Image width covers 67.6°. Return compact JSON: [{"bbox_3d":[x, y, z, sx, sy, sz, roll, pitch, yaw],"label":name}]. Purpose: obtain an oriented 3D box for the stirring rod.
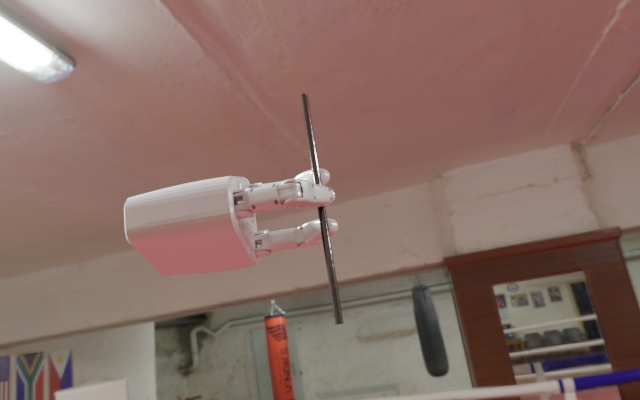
[{"bbox_3d":[0.000,0.002,0.480,0.011,0.239,0.011,-8,-15,-2],"label":"stirring rod"}]
